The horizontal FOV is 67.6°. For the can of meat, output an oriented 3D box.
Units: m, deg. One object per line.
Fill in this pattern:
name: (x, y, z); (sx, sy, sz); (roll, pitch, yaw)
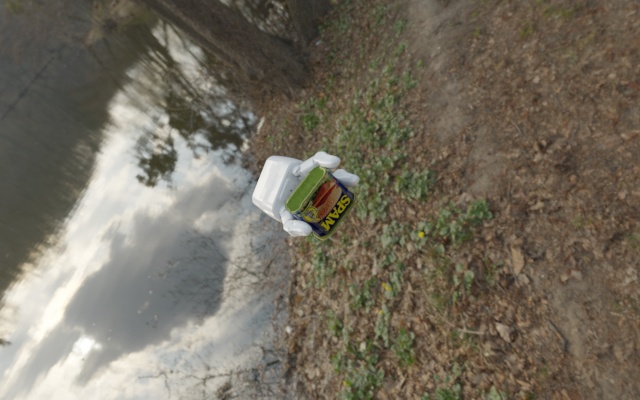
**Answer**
can of meat: (0.000, 0.003, 0.824); (0.084, 0.102, 0.057); (42, -7, -31)
